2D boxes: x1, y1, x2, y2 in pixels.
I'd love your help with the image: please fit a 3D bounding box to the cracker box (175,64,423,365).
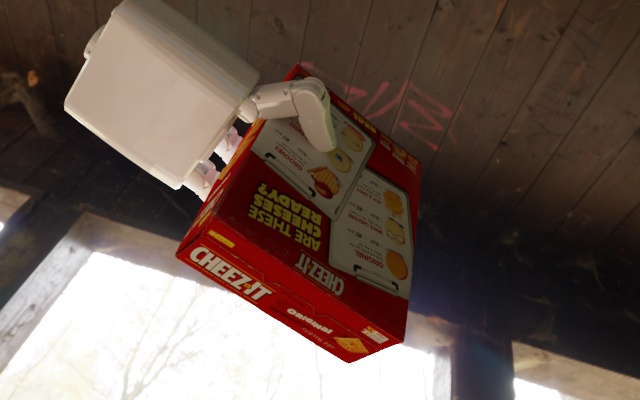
[{"bbox_3d":[0.000,0.001,0.407,0.164,0.213,0.072,36,-49,-16],"label":"cracker box"}]
